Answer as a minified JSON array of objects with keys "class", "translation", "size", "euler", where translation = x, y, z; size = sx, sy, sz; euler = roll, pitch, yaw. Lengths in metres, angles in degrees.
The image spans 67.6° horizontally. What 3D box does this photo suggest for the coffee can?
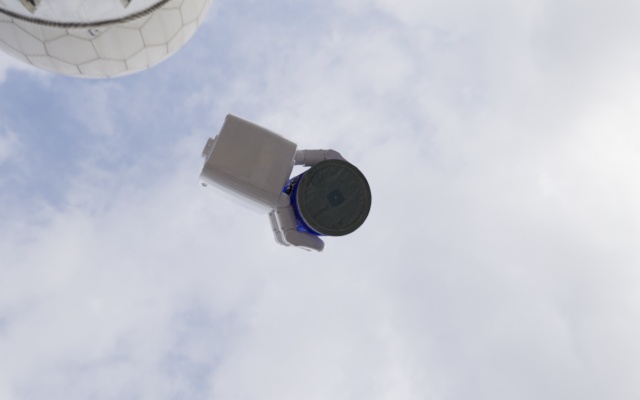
[{"class":"coffee can","translation":[0.000,0.002,0.689],"size":[0.103,0.103,0.140],"euler":[0,-5,-17]}]
